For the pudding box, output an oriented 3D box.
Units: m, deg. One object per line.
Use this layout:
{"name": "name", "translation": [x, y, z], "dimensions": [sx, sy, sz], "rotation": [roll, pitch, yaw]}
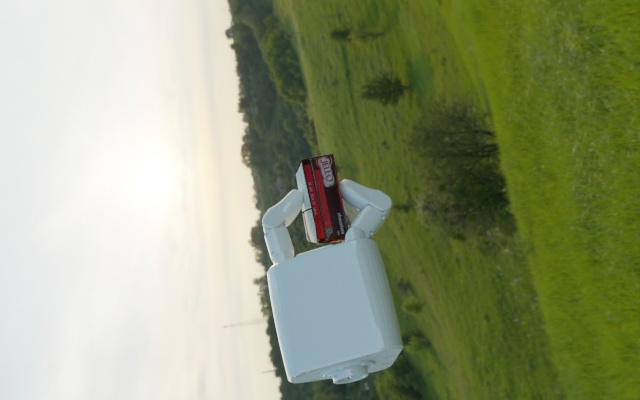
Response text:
{"name": "pudding box", "translation": [0.000, 0.002, 0.533], "dimensions": [0.039, 0.090, 0.113], "rotation": [-10, -3, -8]}
